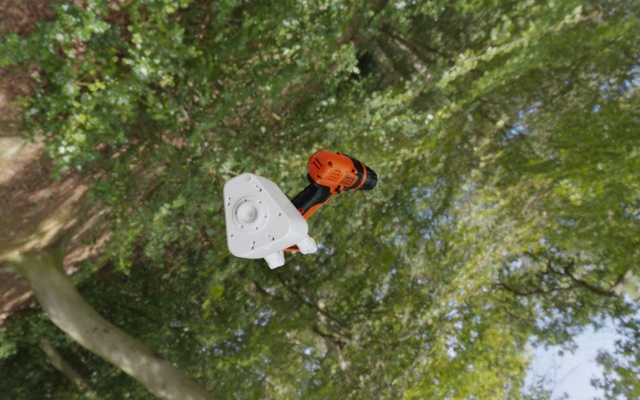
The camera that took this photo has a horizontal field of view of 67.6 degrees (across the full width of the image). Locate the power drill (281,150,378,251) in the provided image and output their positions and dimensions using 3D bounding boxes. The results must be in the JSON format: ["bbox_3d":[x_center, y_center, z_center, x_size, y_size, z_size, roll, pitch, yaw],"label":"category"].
[{"bbox_3d":[0.000,0.003,0.797,0.057,0.188,0.184,50,19,28],"label":"power drill"}]
